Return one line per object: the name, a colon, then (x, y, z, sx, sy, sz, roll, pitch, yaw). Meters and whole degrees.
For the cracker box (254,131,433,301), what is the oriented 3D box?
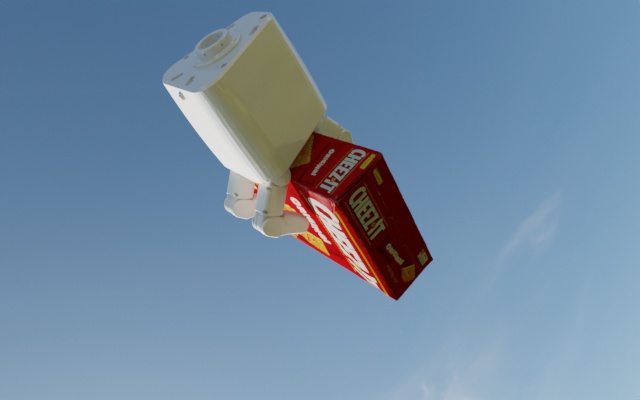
cracker box: (0.000, 0.002, 0.526, 0.213, 0.072, 0.164, 27, -22, 47)
